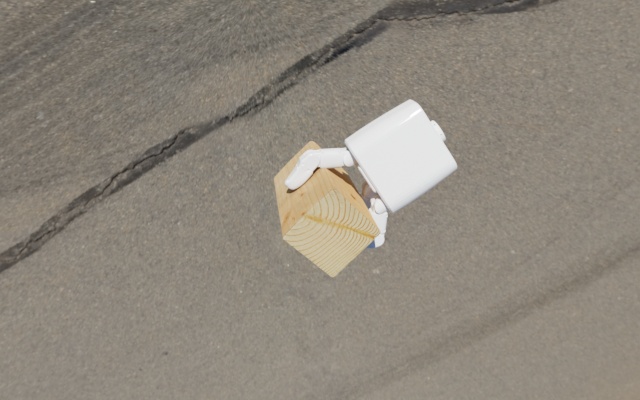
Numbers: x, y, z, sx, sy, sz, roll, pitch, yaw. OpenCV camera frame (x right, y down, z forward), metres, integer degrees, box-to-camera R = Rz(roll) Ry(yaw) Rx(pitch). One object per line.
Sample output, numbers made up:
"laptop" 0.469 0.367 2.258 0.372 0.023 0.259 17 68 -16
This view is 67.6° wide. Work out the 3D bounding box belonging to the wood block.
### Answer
"wood block" 0.000 0.002 0.675 0.091 0.090 0.206 42 11 -22
